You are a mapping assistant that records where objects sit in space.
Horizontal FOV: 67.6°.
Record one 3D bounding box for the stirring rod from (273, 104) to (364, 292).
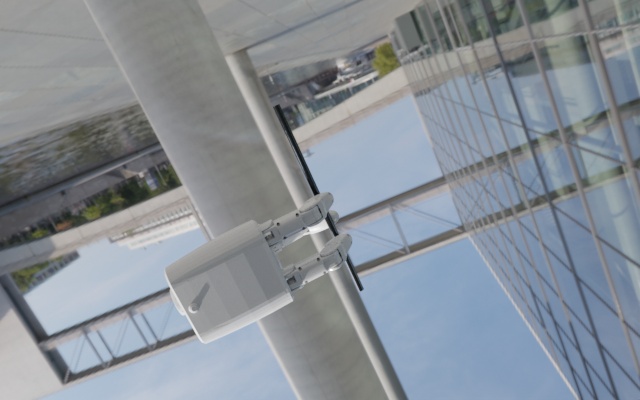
[{"bbox_3d":[0.000,0.002,0.553,0.011,0.239,0.011,-23,13,6],"label":"stirring rod"}]
